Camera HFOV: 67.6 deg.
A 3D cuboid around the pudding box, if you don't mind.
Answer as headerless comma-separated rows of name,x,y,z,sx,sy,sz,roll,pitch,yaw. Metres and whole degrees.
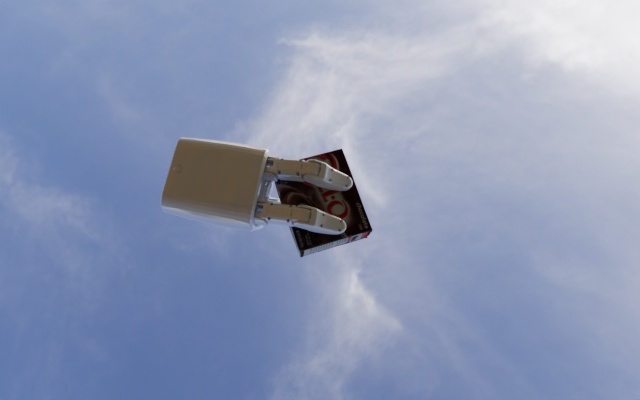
pudding box,0.000,0.002,0.572,0.090,0.113,0.039,-16,-16,-10
